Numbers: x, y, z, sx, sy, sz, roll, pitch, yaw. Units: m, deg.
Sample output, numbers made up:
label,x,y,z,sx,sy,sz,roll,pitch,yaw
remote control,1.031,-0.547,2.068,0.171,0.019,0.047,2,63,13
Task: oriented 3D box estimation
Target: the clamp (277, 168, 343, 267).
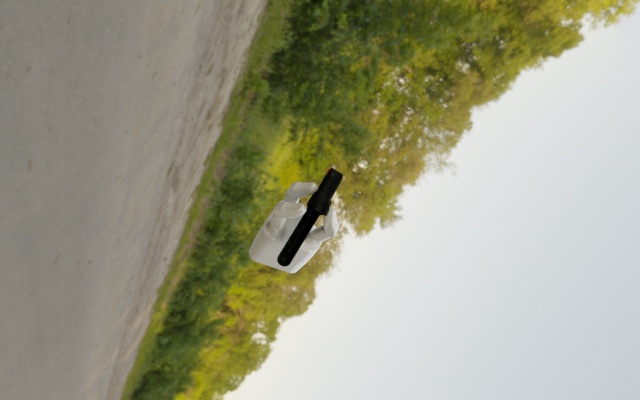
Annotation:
label,x,y,z,sx,sy,sz,roll,pitch,yaw
clamp,0.001,0.003,0.829,0.036,0.209,0.165,33,-41,-5
